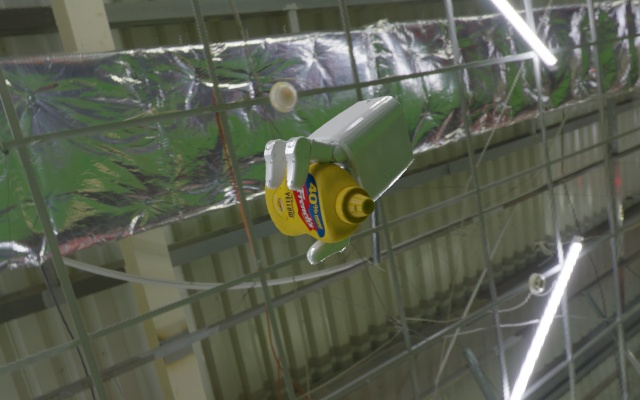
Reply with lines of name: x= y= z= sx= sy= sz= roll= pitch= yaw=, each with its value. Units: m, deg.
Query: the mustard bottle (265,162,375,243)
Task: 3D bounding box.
mustard bottle: x=0.000 y=0.002 z=0.580 sx=0.058 sy=0.096 sz=0.191 roll=-15 pitch=10 yaw=-31
